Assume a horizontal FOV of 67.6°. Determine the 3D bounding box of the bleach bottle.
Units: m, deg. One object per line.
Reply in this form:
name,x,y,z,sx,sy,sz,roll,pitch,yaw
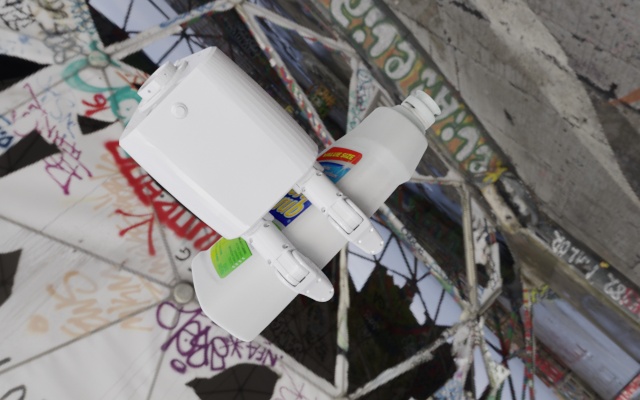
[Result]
bleach bottle,0.000,0.001,0.416,0.068,0.251,0.102,44,2,-28
